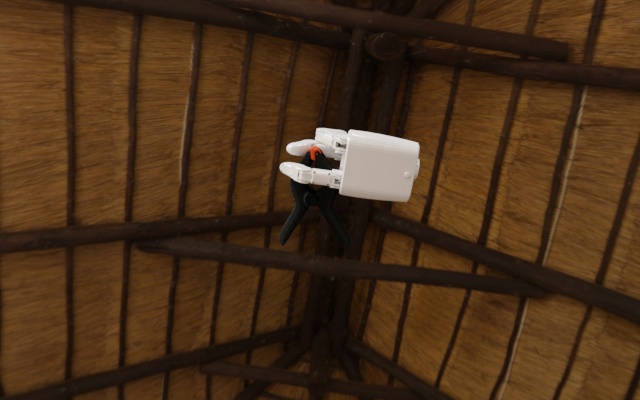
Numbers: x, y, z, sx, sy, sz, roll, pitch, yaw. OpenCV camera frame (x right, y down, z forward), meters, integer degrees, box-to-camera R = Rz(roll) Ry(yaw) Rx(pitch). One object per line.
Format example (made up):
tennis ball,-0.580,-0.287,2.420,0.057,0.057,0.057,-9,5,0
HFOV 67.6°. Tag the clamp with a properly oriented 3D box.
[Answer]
clamp,0.000,0.002,0.765,0.120,0.171,0.039,9,19,2
